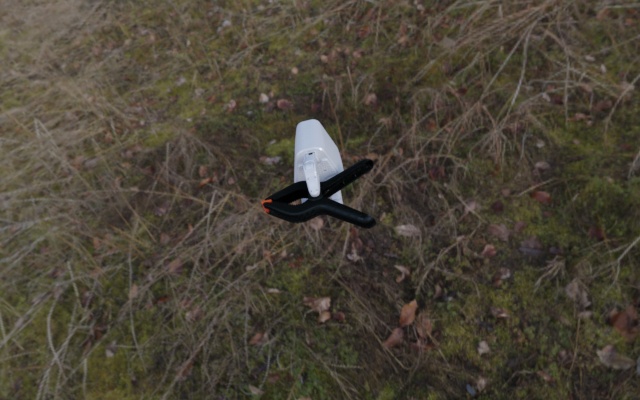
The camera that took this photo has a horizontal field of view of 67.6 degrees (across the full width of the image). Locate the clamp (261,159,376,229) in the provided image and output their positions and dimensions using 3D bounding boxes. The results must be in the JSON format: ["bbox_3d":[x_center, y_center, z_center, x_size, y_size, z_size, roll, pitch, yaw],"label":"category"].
[{"bbox_3d":[-0.001,0.002,0.833,0.210,0.036,0.164,-13,40,7],"label":"clamp"}]
